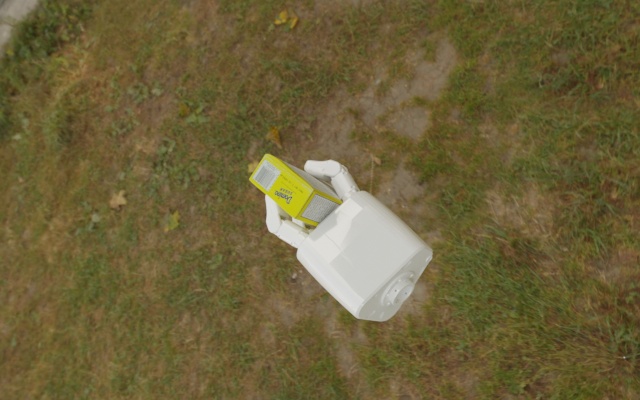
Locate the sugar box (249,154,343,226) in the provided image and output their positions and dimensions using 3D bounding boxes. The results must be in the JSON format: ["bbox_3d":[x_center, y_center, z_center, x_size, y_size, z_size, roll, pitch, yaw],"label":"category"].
[{"bbox_3d":[0.000,0.003,0.612,0.093,0.048,0.176,39,7,35],"label":"sugar box"}]
